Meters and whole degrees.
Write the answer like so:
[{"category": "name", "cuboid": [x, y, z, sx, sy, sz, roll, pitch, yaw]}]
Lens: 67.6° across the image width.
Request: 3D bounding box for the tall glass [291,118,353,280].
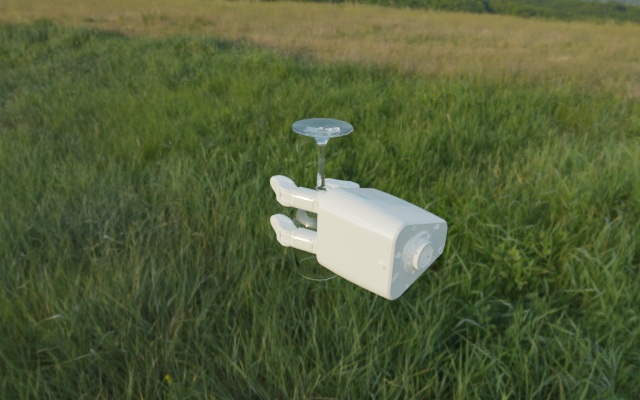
[{"category": "tall glass", "cuboid": [0.000, 0.001, 0.614, 0.079, 0.201, 0.079, 1, 25, -1]}]
